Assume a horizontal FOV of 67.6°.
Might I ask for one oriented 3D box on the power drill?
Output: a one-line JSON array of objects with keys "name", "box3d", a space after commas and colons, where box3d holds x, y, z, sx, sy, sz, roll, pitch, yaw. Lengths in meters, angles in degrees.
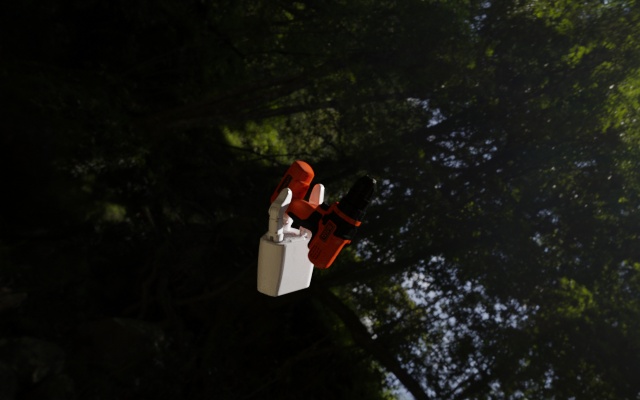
[{"name": "power drill", "box3d": [0.000, 0.003, 0.871, 0.057, 0.184, 0.187, 23, 15, -47]}]
